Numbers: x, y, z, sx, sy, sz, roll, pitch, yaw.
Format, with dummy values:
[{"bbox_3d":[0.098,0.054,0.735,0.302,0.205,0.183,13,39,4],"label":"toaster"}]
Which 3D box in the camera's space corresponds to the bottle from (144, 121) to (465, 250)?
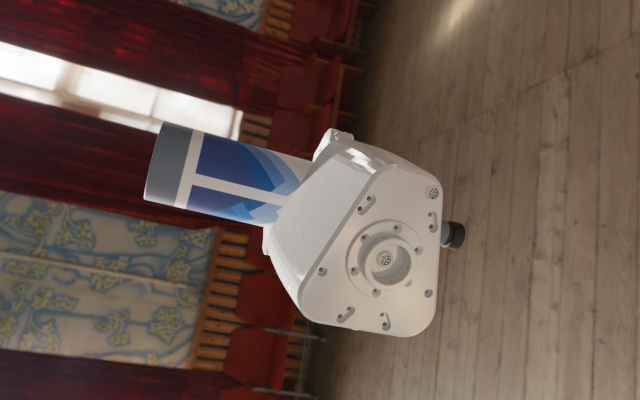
[{"bbox_3d":[0.000,0.001,0.434,0.296,0.069,0.069,14,-4,-17],"label":"bottle"}]
